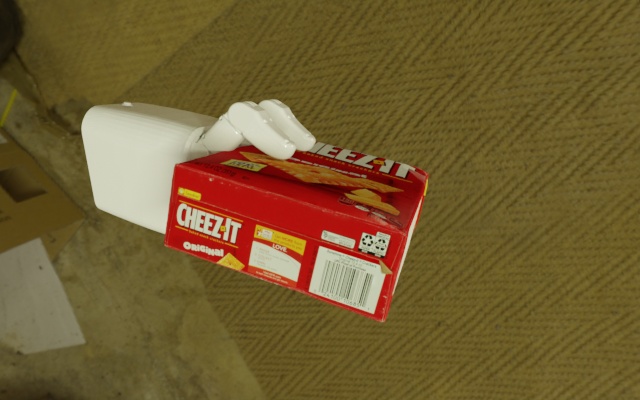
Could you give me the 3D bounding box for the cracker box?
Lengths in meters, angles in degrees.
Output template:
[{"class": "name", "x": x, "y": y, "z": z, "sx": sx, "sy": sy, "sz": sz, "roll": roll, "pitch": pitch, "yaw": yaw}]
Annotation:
[{"class": "cracker box", "x": 0.000, "y": 0.002, "z": 0.407, "sx": 0.164, "sy": 0.072, "sz": 0.213, "roll": 17, "pitch": 18, "yaw": 12}]
